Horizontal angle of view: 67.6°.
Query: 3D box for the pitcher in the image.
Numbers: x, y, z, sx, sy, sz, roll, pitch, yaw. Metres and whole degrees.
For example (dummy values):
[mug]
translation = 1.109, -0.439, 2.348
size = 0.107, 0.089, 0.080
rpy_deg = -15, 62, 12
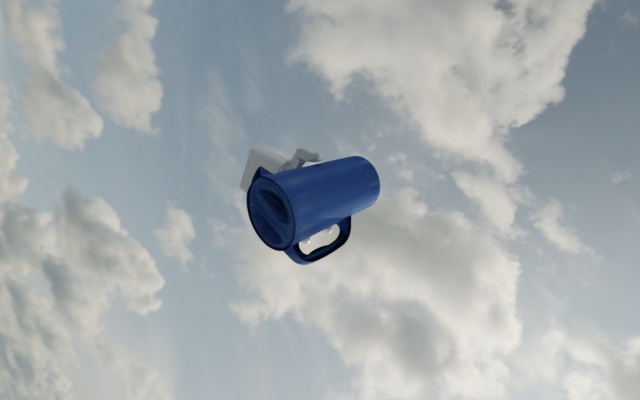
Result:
[pitcher]
translation = 0.000, 0.003, 0.878
size = 0.243, 0.149, 0.145
rpy_deg = -20, 36, -39
